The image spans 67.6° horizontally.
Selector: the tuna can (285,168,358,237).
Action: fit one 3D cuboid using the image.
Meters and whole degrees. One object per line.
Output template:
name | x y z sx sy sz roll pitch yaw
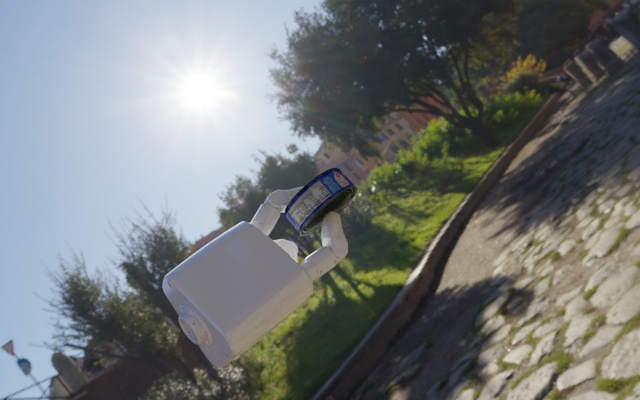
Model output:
tuna can | 0.000 0.001 0.555 0.086 0.033 0.086 -38 -13 -10
